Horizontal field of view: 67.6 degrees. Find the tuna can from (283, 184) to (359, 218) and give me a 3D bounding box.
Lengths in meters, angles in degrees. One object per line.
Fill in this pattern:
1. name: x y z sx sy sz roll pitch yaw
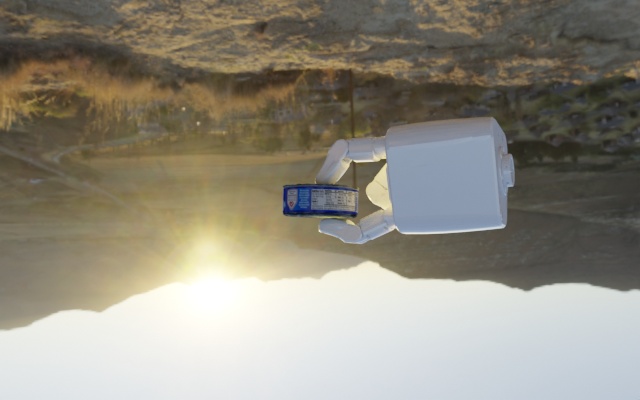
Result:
1. tuna can: 0.000 0.002 0.536 0.086 0.034 0.086 2 -4 0
